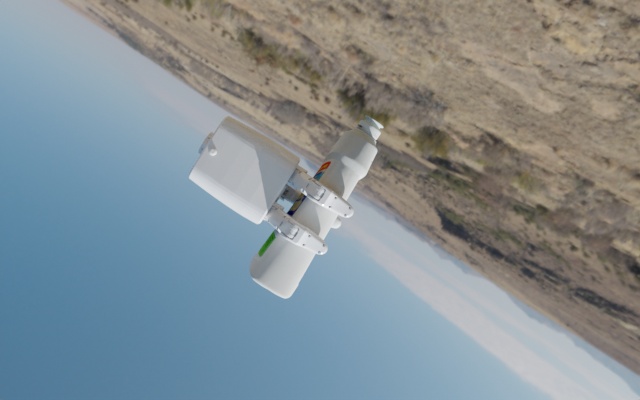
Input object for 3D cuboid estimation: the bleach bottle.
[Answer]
[{"bbox_3d":[0.000,0.002,0.629,0.068,0.251,0.102,33,3,-8],"label":"bleach bottle"}]
